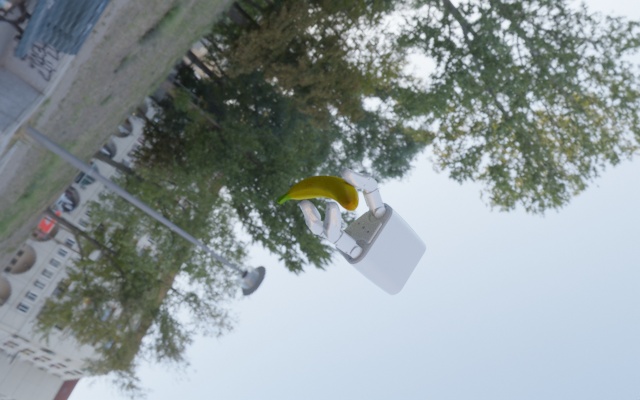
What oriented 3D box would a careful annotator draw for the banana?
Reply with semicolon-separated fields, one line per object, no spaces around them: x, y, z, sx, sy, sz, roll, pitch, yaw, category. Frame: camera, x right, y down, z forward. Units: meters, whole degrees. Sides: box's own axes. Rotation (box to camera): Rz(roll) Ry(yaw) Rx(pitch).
0.008;-0.012;0.778;0.037;0.069;0.198;46;-25;-29;banana
